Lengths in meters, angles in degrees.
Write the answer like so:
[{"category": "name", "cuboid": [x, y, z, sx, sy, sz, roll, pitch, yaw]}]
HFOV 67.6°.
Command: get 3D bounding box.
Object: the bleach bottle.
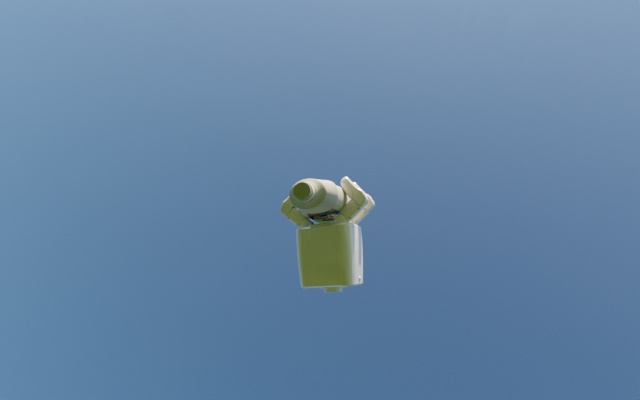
[{"category": "bleach bottle", "cuboid": [0.000, 0.003, 0.849, 0.102, 0.068, 0.251, -6, -9, 17]}]
